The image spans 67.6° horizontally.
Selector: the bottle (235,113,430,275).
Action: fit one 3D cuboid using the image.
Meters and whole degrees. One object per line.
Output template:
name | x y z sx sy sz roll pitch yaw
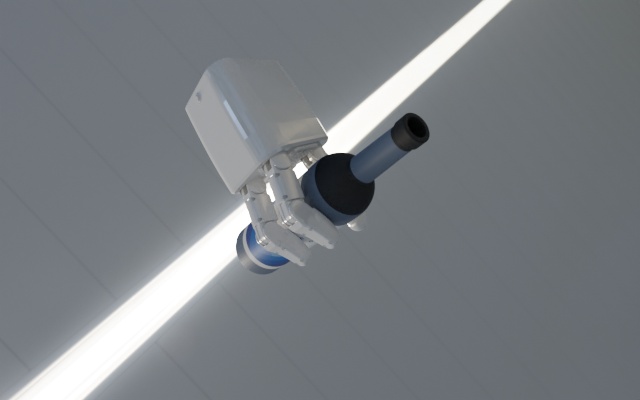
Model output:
bottle | 0.000 0.002 0.486 0.069 0.069 0.296 0 -24 -34
